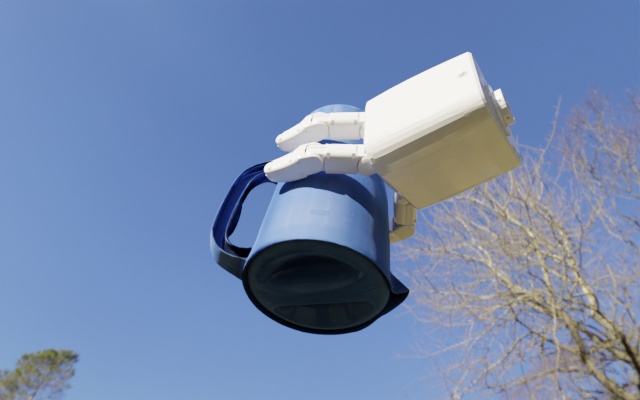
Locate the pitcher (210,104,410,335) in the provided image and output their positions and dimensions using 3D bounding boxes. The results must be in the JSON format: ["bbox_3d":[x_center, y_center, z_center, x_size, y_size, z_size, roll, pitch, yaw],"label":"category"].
[{"bbox_3d":[0.000,0.002,0.499,0.145,0.242,0.149,-24,-56,27],"label":"pitcher"}]
